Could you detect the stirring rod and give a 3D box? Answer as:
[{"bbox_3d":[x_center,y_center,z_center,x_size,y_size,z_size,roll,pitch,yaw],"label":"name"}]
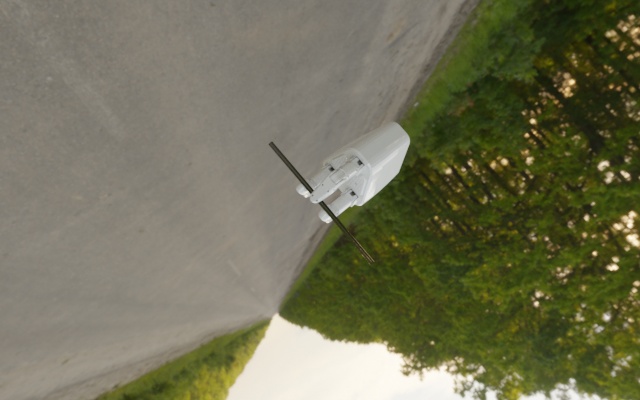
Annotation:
[{"bbox_3d":[0.000,0.002,0.725,0.011,0.239,0.011,-40,-6,-5],"label":"stirring rod"}]
